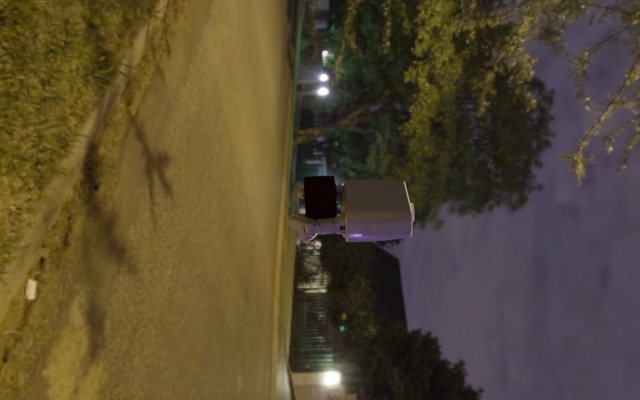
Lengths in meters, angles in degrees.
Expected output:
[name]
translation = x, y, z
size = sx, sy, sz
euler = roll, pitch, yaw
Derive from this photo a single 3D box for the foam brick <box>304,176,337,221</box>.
[foam brick]
translation = 0.000, 0.002, 0.785
size = 0.051, 0.078, 0.053
euler = -3, 22, 0
